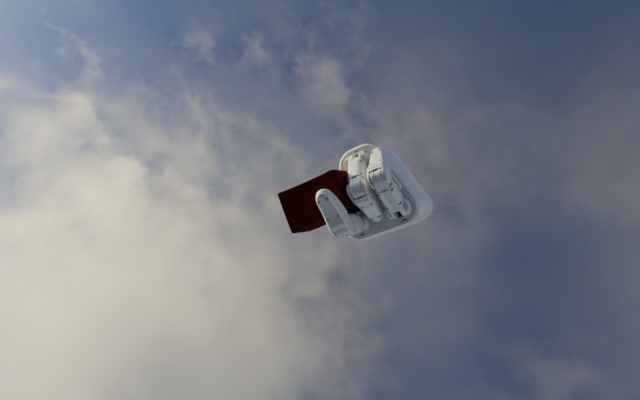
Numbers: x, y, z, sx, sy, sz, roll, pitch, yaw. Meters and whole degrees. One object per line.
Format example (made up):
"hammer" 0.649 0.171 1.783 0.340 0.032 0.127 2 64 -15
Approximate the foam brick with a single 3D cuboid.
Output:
"foam brick" 0.000 0.002 0.568 0.078 0.053 0.051 -22 -8 23
